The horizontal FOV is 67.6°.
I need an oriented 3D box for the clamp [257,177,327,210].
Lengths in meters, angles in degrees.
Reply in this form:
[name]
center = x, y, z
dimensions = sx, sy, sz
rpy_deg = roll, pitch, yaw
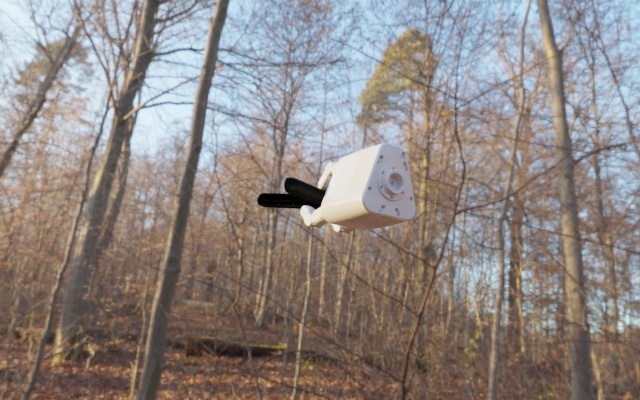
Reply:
[clamp]
center = 0.001, 0.002, 0.830
dimensions = 0.210, 0.036, 0.164
rpy_deg = 11, -12, -28
